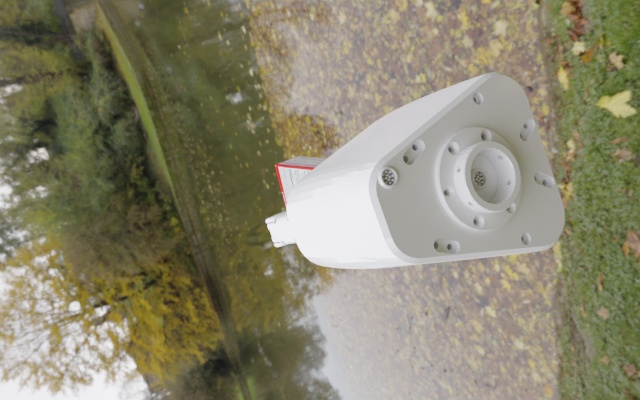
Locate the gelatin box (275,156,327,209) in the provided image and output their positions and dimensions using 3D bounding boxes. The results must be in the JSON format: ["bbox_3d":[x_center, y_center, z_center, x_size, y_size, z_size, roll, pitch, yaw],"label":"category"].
[{"bbox_3d":[0.000,0.001,0.407,0.030,0.073,0.089,-22,16,-27],"label":"gelatin box"}]
